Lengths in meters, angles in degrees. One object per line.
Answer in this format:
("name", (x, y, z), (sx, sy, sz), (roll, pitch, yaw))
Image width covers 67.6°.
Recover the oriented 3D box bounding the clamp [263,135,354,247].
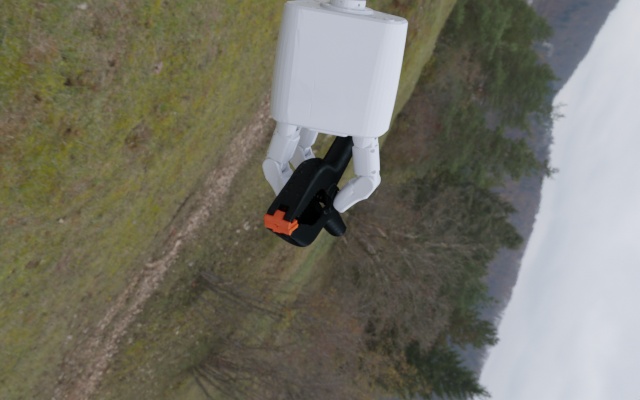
("clamp", (0.001, 0.002, 0.526), (0.036, 0.165, 0.210), (17, 29, 18))
